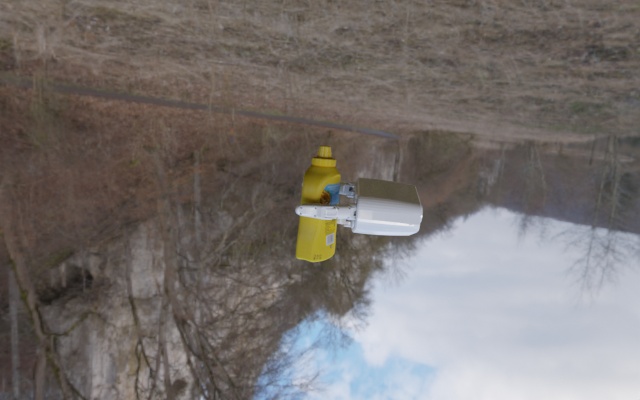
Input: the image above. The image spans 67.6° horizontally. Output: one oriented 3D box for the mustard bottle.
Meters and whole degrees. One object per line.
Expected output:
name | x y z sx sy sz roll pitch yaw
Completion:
mustard bottle | 0.000 0.003 0.816 0.058 0.191 0.096 10 10 25
